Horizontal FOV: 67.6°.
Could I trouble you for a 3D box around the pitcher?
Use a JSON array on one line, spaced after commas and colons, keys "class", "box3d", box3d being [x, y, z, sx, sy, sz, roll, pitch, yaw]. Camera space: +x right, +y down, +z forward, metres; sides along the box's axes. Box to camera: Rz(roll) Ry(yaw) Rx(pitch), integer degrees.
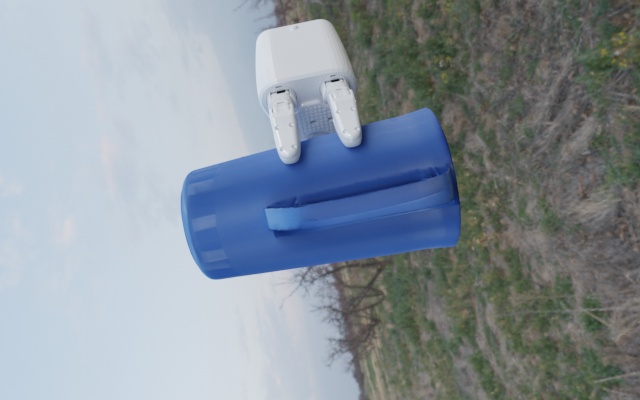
[{"class": "pitcher", "box3d": [0.000, 0.001, 0.446, 0.243, 0.145, 0.149, -12, -38, 1]}]
